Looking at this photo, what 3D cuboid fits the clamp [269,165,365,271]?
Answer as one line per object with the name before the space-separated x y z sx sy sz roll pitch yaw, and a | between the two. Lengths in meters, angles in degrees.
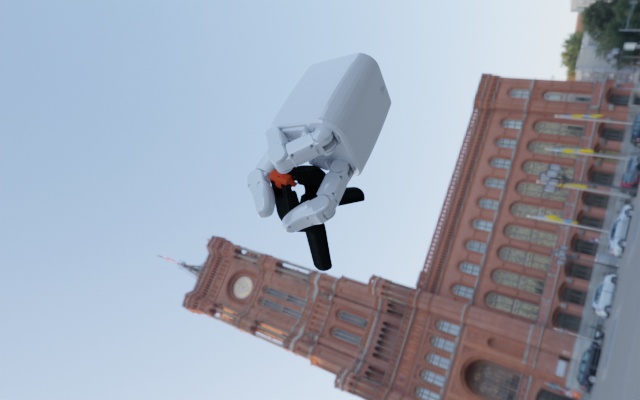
clamp | -0.001 0.002 0.583 0.039 0.120 0.172 13 -26 31
